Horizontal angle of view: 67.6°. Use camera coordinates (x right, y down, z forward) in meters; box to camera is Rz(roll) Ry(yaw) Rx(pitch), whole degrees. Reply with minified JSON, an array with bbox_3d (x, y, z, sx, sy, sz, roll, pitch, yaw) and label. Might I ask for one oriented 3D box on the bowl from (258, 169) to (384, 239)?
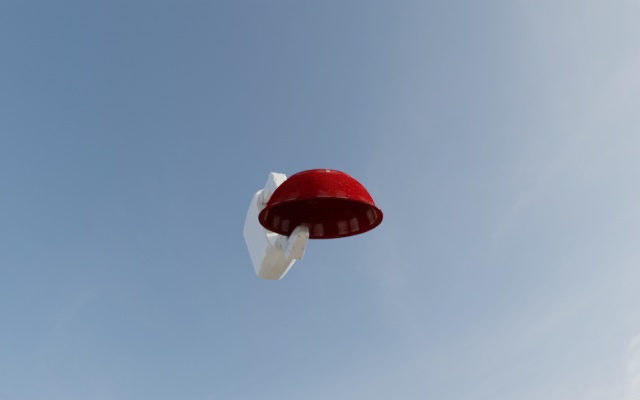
[{"bbox_3d":[0.001,0.001,0.625,0.162,0.055,0.162,0,-22,0],"label":"bowl"}]
